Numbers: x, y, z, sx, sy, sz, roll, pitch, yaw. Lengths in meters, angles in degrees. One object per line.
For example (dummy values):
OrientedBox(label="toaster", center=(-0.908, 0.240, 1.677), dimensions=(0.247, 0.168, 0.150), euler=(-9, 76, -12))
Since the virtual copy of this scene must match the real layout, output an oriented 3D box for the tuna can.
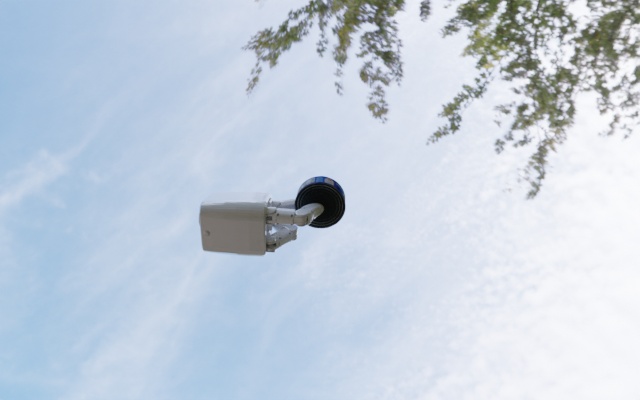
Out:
OrientedBox(label="tuna can", center=(0.000, 0.002, 0.810), dimensions=(0.086, 0.086, 0.033), euler=(0, 26, 4))
